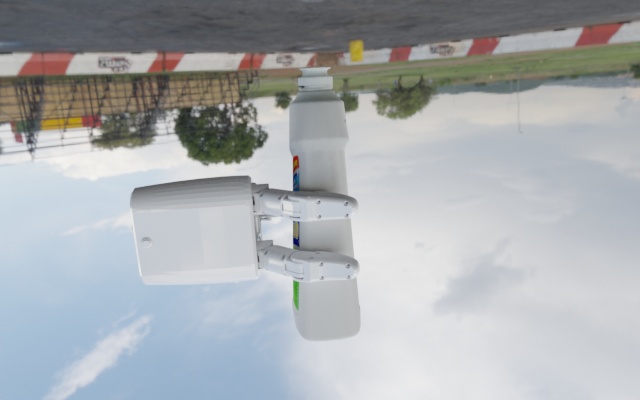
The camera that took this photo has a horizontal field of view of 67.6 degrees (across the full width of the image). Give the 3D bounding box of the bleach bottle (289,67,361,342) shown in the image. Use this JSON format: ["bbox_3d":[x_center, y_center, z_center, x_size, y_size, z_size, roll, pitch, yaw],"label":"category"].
[{"bbox_3d":[0.000,0.002,0.463,0.068,0.251,0.102,-4,14,-6],"label":"bleach bottle"}]
